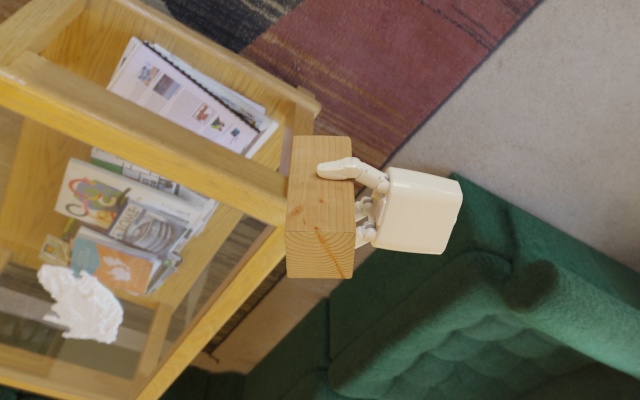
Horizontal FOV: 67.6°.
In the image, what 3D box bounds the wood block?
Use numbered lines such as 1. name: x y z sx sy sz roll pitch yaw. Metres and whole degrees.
1. wood block: 0.001 0.002 0.685 0.090 0.091 0.206 1 42 0
